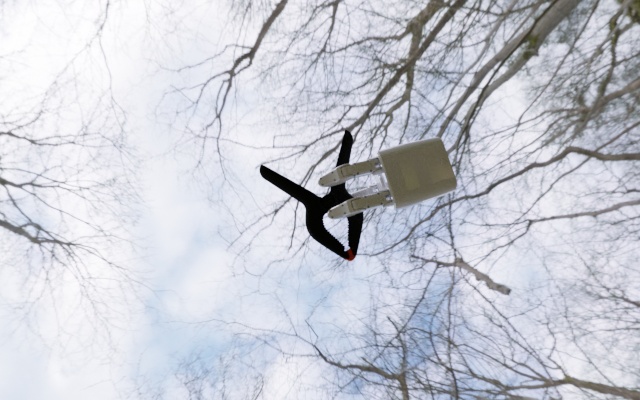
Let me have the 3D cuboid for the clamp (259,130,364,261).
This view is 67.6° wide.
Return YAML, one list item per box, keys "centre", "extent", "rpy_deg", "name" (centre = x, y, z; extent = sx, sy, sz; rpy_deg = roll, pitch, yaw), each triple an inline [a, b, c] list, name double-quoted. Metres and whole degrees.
- centre: [0.001, 0.003, 0.775]
  extent: [0.164, 0.210, 0.036]
  rpy_deg: [-16, -11, -1]
  name: "clamp"
